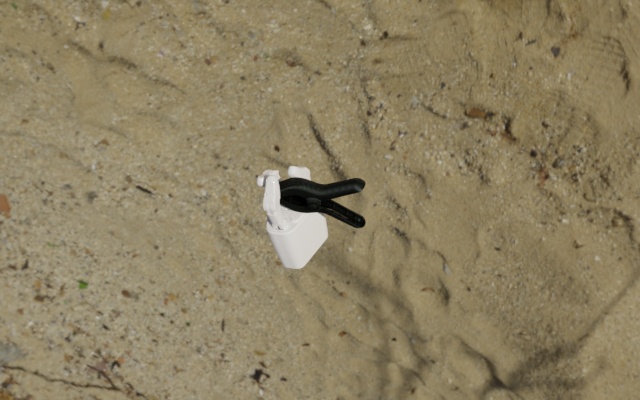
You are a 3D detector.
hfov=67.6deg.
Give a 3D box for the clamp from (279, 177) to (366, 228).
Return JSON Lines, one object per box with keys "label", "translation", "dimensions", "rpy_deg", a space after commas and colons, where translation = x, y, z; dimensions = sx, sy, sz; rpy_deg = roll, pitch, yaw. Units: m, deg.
{"label": "clamp", "translation": [0.000, 0.003, 0.807], "dimensions": [0.171, 0.039, 0.120], "rpy_deg": [5, -43, 20]}
